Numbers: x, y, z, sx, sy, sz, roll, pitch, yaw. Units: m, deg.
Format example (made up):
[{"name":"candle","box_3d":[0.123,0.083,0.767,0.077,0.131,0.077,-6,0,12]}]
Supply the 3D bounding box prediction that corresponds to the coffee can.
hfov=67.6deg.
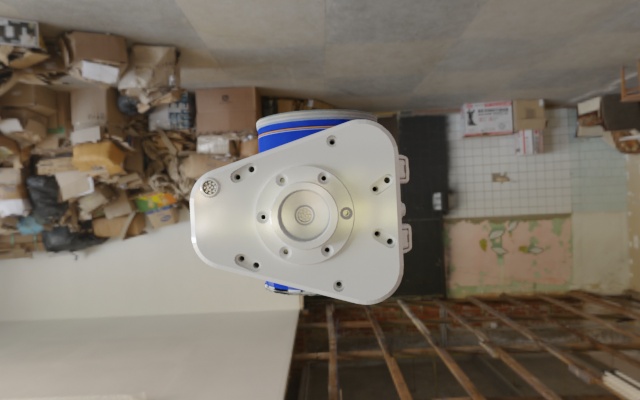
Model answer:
[{"name":"coffee can","box_3d":[0.000,0.001,0.408,0.103,0.140,0.103,-3,0,0]}]
